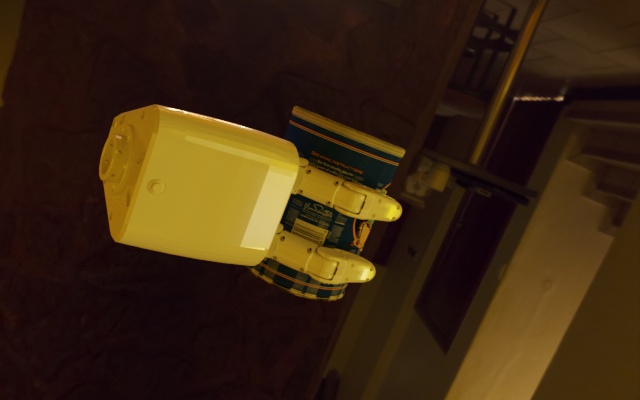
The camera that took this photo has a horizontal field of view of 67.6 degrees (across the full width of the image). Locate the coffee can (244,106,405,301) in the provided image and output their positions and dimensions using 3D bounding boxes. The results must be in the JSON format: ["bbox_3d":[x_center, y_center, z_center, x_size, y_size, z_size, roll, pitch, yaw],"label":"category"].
[{"bbox_3d":[0.000,0.001,0.422,0.103,0.140,0.103,21,10,-4],"label":"coffee can"}]
